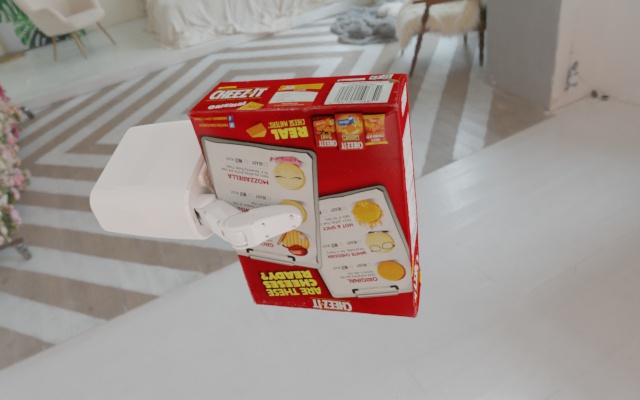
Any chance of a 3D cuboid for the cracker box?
[{"bbox_3d":[0.000,0.001,0.421,0.164,0.214,0.072,1,37,18],"label":"cracker box"}]
